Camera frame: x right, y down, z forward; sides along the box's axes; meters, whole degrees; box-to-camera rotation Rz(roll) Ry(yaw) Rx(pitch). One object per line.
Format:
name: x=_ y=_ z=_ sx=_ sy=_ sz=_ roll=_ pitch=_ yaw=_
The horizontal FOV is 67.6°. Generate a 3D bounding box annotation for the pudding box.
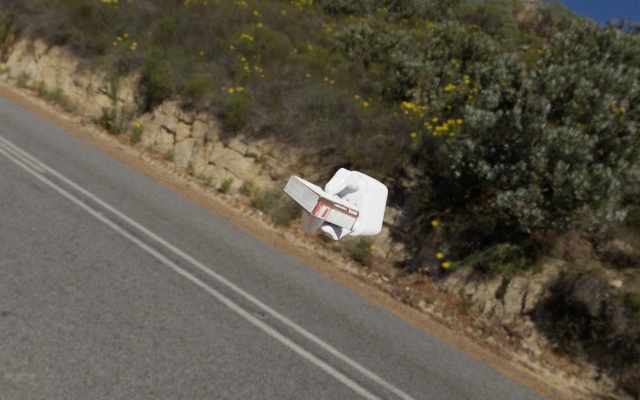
pudding box: x=0.000 y=0.003 z=0.805 sx=0.090 sy=0.039 sz=0.113 roll=21 pitch=7 yaw=-35
